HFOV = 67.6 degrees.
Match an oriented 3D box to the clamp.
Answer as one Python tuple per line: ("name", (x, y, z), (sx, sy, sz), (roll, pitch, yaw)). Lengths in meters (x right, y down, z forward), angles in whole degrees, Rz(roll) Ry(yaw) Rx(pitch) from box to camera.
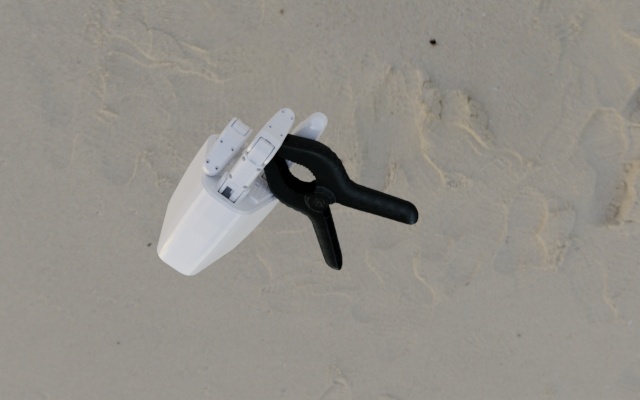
("clamp", (0.000, 0.002, 0.487), (0.171, 0.120, 0.039), (37, 28, -11))
